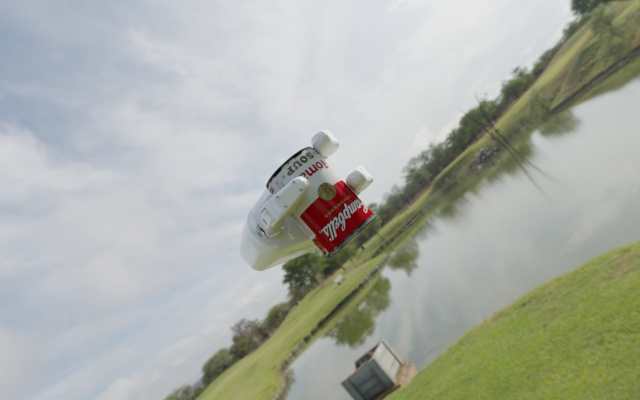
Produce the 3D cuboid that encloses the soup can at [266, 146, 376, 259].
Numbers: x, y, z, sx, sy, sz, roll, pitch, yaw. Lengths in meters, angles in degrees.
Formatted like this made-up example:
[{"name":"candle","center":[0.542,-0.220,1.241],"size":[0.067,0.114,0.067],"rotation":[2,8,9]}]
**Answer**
[{"name":"soup can","center":[0.000,0.001,0.504],"size":[0.068,0.102,0.068],"rotation":[-41,-7,-6]}]
